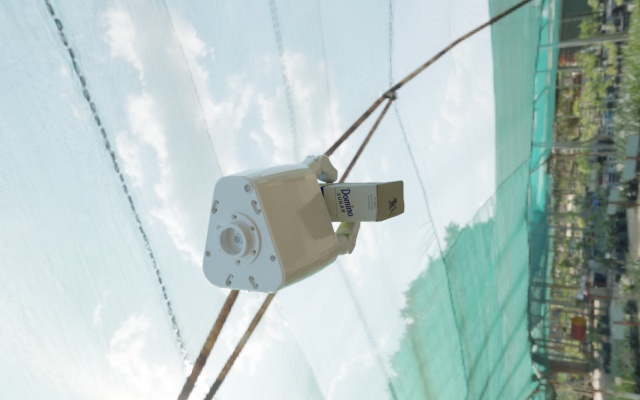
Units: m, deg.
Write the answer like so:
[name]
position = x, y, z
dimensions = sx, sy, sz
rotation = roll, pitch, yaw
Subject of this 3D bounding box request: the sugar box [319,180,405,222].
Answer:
[sugar box]
position = 0.000, 0.002, 0.555
dimensions = 0.176, 0.048, 0.093
rotation = 1, 5, 27
